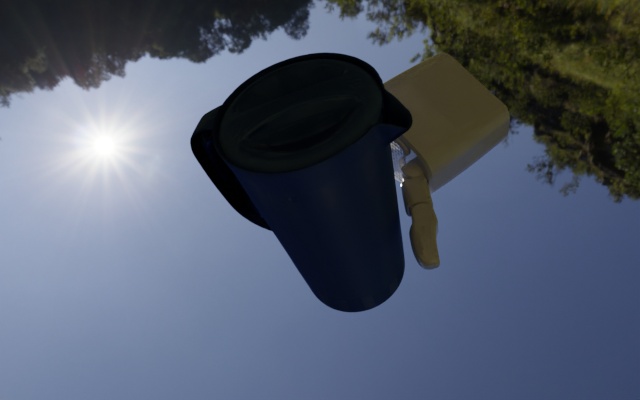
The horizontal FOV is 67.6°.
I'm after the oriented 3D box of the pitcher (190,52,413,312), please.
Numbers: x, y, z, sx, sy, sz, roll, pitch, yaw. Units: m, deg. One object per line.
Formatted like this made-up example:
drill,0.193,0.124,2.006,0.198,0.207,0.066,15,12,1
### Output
pitcher,0.000,0.001,0.440,0.145,0.243,0.149,-34,49,-11
